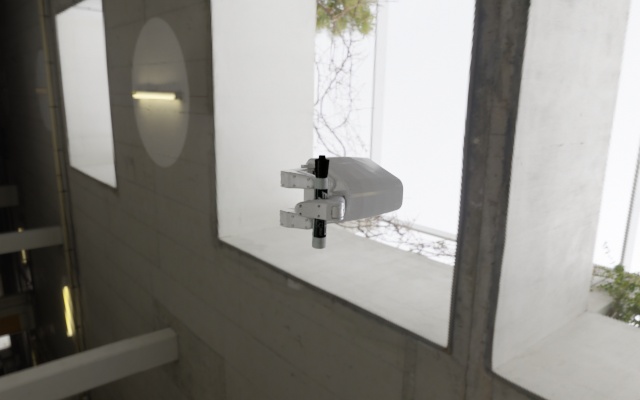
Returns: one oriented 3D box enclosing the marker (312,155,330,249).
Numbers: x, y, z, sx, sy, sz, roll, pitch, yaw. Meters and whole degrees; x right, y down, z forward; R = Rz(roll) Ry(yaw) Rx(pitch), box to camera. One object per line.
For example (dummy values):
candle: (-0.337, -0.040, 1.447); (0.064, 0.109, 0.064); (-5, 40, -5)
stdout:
marker: (0.000, 0.002, 0.610); (0.020, 0.121, 0.020); (2, 13, 0)
